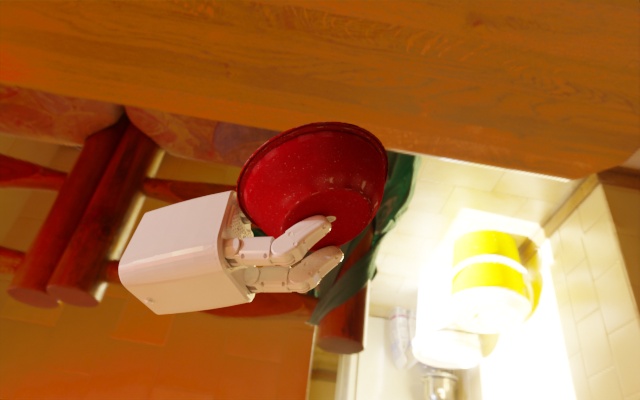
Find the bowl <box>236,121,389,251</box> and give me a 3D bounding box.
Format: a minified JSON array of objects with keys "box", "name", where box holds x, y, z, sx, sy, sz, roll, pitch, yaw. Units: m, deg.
[{"box":[0.001,0.001,0.476,0.162,0.055,0.162,-11,-41,-10],"name":"bowl"}]
